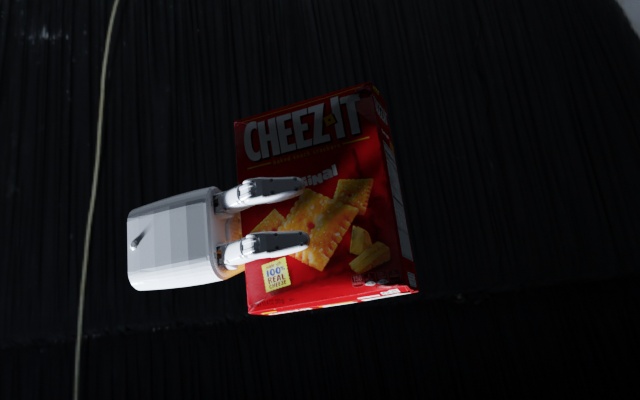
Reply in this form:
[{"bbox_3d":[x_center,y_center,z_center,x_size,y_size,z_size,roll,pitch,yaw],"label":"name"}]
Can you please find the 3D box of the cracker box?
[{"bbox_3d":[0.000,0.002,0.502,0.164,0.213,0.072,-13,-17,17],"label":"cracker box"}]
